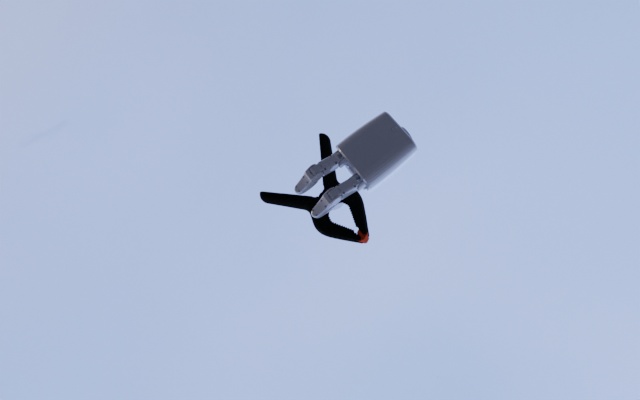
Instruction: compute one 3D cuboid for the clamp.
[{"bbox_3d":[0.001,0.003,0.826,0.164,0.210,0.036,-39,-24,4],"label":"clamp"}]
